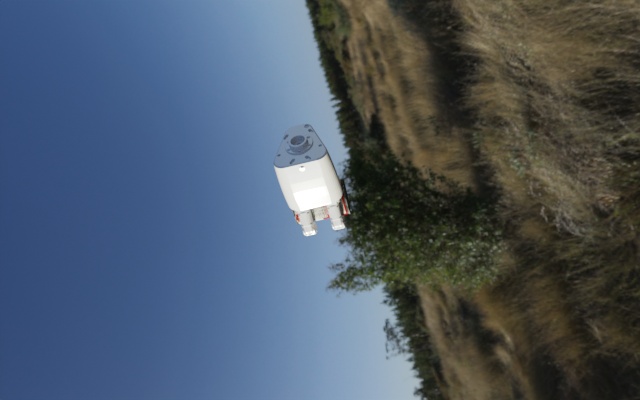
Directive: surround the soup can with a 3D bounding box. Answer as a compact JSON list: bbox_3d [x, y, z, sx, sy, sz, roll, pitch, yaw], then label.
[{"bbox_3d":[0.000,0.003,0.900,0.102,0.068,0.068,-13,-2,7],"label":"soup can"}]
